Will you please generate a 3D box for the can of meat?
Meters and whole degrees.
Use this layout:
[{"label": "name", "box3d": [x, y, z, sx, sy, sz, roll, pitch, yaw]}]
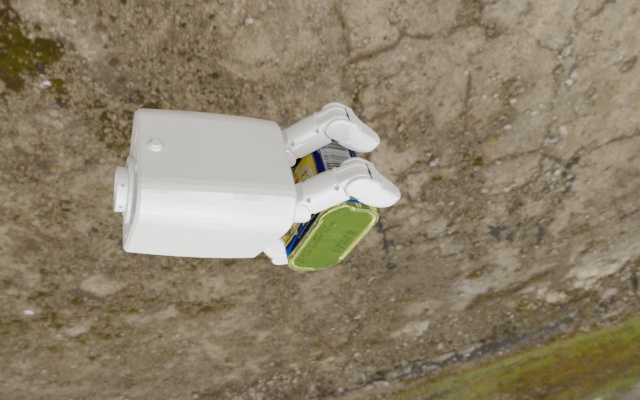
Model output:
[{"label": "can of meat", "box3d": [0.000, 0.002, 0.415, 0.057, 0.084, 0.102, 5, -39, -28]}]
